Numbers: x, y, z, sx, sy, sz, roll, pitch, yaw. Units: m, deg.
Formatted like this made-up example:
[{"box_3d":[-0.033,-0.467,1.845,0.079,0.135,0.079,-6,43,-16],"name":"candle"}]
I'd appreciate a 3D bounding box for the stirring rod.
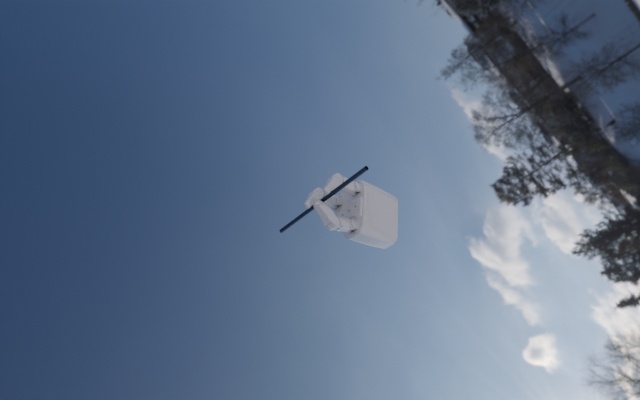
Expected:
[{"box_3d":[0.000,0.003,0.878,0.011,0.011,0.240,0,-29,-48],"name":"stirring rod"}]
